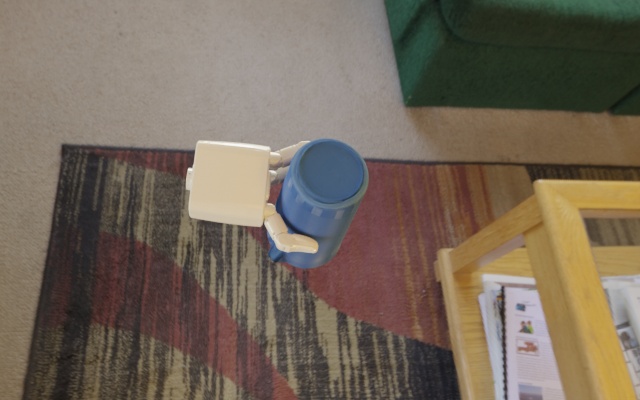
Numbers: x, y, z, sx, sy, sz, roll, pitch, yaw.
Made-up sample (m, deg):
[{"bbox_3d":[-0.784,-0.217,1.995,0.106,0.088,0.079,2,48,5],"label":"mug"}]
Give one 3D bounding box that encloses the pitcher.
[{"bbox_3d":[0.000,0.002,0.739,0.145,0.149,0.243,6,-25,-9],"label":"pitcher"}]
